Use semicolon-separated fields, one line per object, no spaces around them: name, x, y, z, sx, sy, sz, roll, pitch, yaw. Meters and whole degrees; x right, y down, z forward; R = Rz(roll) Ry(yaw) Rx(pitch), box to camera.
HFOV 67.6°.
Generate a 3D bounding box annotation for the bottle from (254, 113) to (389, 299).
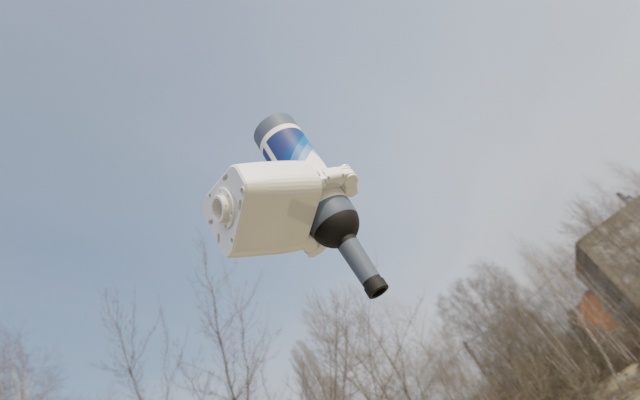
bottle;0.000;0.002;0.636;0.069;0.295;0.069;-24;-32;-16
